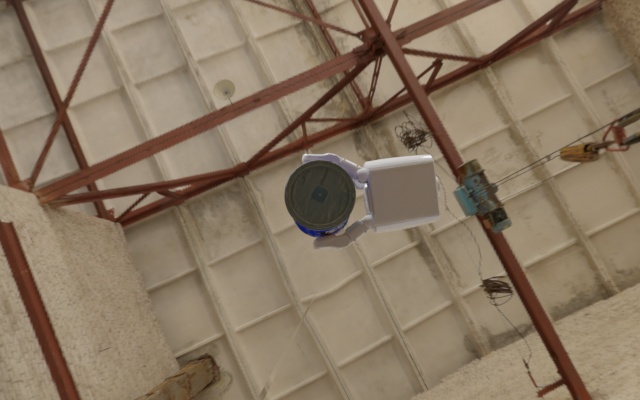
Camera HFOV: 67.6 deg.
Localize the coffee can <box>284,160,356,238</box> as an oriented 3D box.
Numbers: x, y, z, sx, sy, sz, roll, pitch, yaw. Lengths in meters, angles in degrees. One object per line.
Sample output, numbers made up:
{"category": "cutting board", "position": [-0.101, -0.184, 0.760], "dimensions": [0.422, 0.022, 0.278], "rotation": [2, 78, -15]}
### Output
{"category": "coffee can", "position": [0.000, 0.003, 0.746], "dimensions": [0.103, 0.103, 0.140], "rotation": [0, -9, 1]}
